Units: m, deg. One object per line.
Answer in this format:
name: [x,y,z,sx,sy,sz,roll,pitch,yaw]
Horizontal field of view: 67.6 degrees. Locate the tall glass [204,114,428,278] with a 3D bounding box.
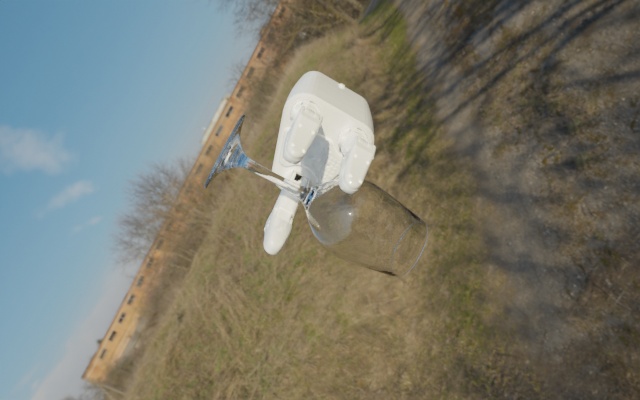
tall glass: [-0.001,0.001,0.446,0.201,0.079,0.079,28,-6,-11]
